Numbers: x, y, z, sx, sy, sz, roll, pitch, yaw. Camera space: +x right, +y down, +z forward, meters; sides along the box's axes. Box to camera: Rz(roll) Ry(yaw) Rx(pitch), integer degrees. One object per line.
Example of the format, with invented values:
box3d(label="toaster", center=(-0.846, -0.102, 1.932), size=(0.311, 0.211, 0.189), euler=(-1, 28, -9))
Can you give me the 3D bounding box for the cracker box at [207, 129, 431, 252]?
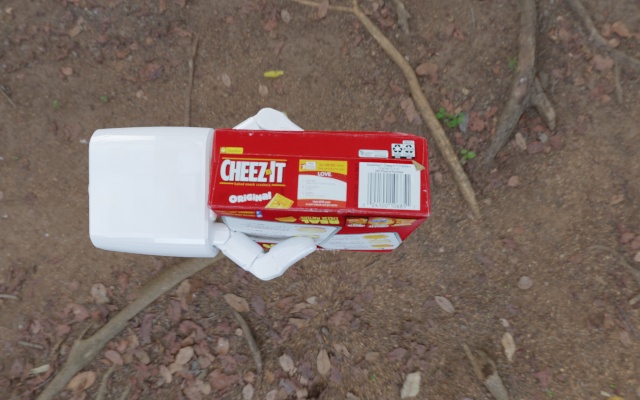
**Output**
box3d(label="cracker box", center=(0.000, 0.002, 0.451), size=(0.164, 0.072, 0.214), euler=(2, -13, 1))
